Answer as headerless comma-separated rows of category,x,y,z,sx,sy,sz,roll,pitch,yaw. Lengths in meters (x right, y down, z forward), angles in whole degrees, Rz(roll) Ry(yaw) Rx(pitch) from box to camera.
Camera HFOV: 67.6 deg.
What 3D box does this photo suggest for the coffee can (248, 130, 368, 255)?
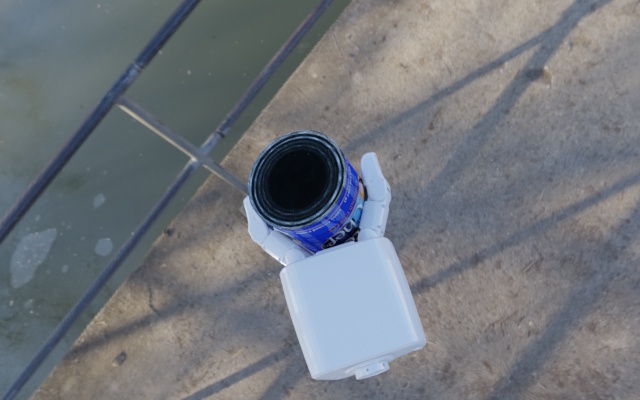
coffee can,0.000,0.002,0.515,0.103,0.102,0.140,0,-19,22
